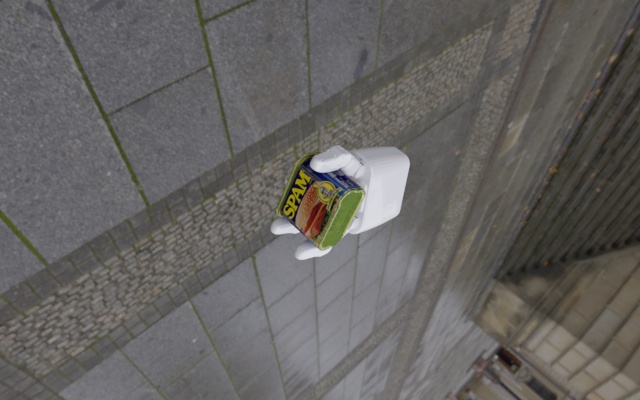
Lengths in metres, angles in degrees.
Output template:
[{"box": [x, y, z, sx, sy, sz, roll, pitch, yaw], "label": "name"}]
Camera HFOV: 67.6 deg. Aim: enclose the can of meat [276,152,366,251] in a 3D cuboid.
[{"box": [0.000, 0.002, 0.621, 0.084, 0.102, 0.057, 40, 31, 27], "label": "can of meat"}]
